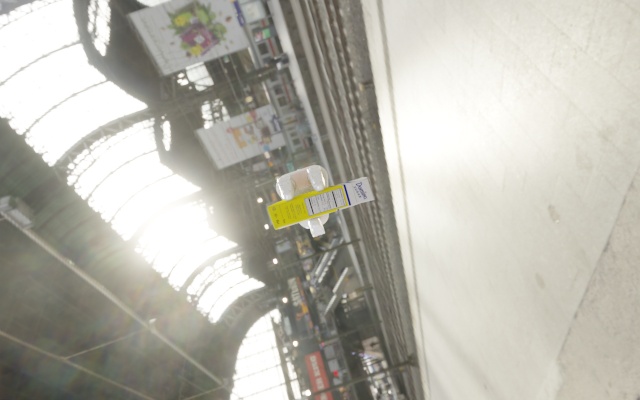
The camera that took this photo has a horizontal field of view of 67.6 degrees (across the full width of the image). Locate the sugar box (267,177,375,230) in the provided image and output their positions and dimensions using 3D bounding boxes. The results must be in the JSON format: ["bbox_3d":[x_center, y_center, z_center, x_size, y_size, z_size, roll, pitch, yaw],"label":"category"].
[{"bbox_3d":[0.000,0.002,0.831,0.176,0.048,0.093,-19,3,-1],"label":"sugar box"}]
